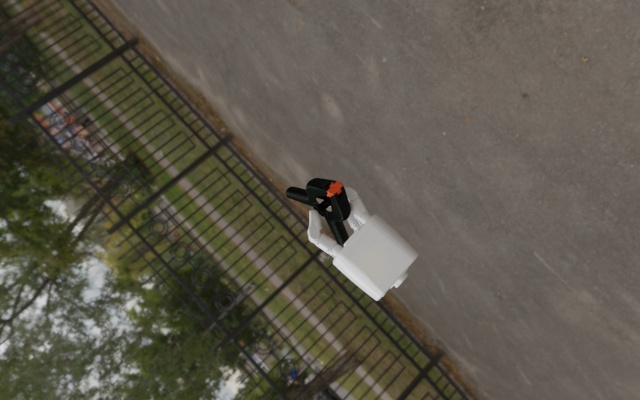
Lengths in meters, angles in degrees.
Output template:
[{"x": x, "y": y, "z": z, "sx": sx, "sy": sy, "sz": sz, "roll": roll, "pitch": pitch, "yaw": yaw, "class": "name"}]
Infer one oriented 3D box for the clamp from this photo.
[{"x": 0.000, "y": 0.003, "z": 0.880, "sx": 0.164, "sy": 0.036, "sz": 0.210, "roll": 40, "pitch": -19, "yaw": 10, "class": "clamp"}]
